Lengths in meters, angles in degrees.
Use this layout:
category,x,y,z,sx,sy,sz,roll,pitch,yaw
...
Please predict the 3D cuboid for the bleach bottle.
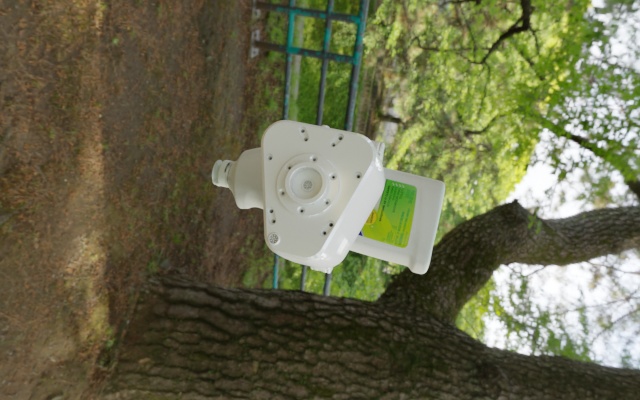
category,x,y,z,sx,sy,sz,roll,pitch,yaw
bleach bottle,0.000,0.002,0.522,0.251,0.102,0.068,12,-9,11
